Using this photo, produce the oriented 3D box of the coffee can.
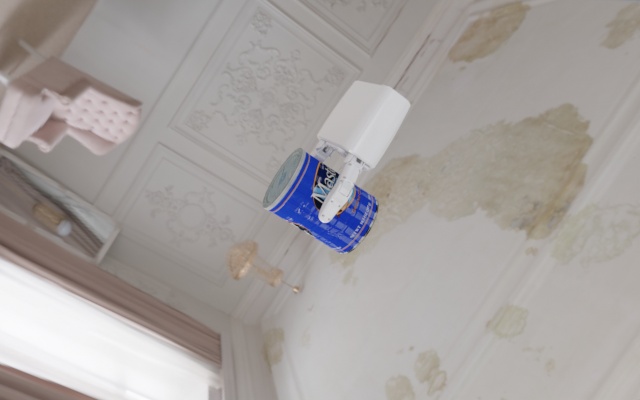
[{"bbox_3d":[0.000,0.002,0.710,0.140,0.103,0.103,32,-11,-17],"label":"coffee can"}]
